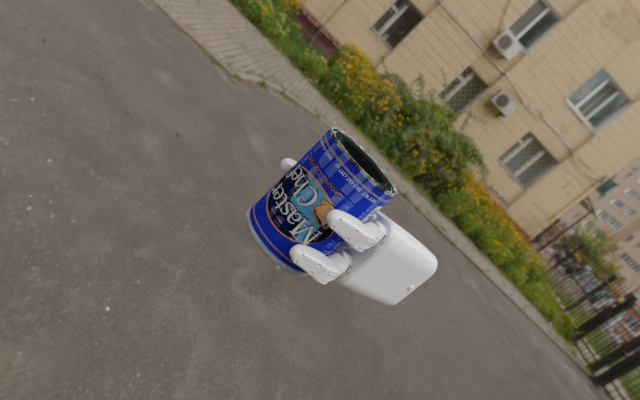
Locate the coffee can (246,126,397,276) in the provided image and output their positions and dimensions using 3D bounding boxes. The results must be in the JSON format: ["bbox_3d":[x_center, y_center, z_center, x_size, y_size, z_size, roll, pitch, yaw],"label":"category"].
[{"bbox_3d":[0.000,0.002,0.536,0.140,0.102,0.103,-43,-16,17],"label":"coffee can"}]
